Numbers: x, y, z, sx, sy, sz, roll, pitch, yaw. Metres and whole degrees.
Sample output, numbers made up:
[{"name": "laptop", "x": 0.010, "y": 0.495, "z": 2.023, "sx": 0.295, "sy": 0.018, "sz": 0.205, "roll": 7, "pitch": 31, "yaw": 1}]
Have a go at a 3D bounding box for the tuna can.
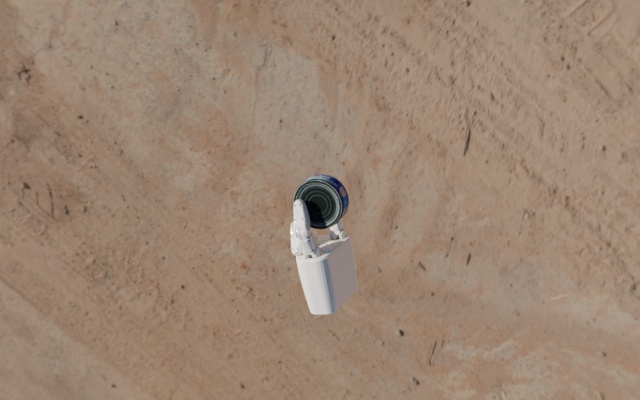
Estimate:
[{"name": "tuna can", "x": 0.000, "y": 0.003, "z": 0.769, "sx": 0.086, "sy": 0.086, "sz": 0.033, "roll": 0, "pitch": 17, "yaw": 20}]
